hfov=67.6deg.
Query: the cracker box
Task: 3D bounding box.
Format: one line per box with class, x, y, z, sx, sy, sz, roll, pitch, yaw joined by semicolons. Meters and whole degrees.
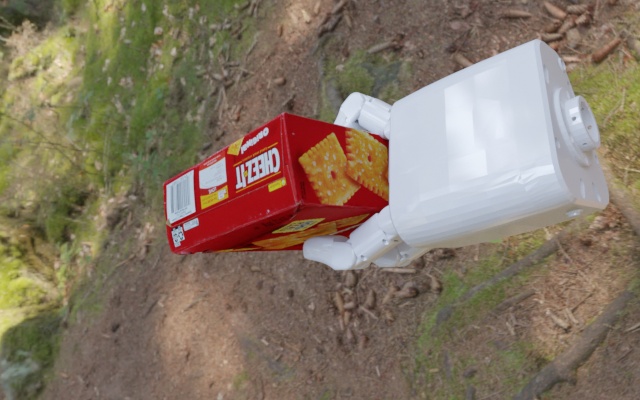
cracker box;0.000;0.001;0.417;0.214;0.072;0.164;5;-19;-45
